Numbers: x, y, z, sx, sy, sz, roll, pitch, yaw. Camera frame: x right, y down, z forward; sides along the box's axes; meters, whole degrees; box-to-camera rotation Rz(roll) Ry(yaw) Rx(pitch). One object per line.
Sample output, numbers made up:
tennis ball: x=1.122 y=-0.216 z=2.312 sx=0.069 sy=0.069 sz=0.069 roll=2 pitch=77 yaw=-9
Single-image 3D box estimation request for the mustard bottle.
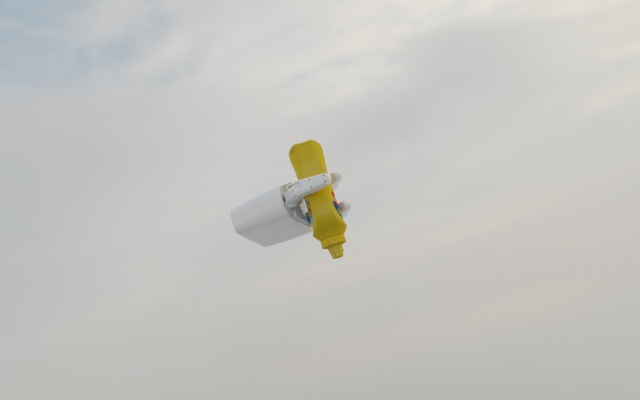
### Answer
mustard bottle: x=0.000 y=0.002 z=0.783 sx=0.058 sy=0.191 sz=0.096 roll=-17 pitch=-13 yaw=-2
